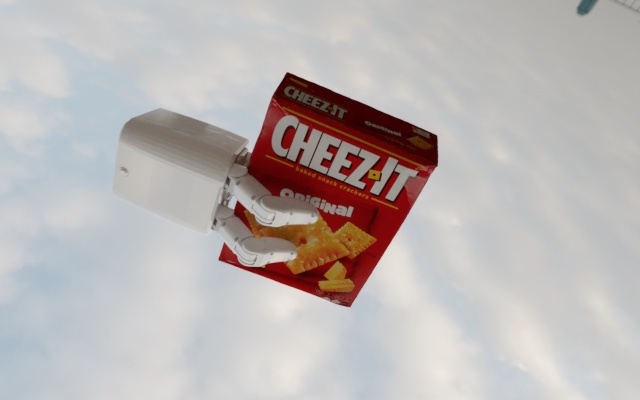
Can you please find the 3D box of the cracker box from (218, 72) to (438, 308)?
[{"bbox_3d":[0.000,0.002,0.501,0.164,0.214,0.072,22,35,-5],"label":"cracker box"}]
